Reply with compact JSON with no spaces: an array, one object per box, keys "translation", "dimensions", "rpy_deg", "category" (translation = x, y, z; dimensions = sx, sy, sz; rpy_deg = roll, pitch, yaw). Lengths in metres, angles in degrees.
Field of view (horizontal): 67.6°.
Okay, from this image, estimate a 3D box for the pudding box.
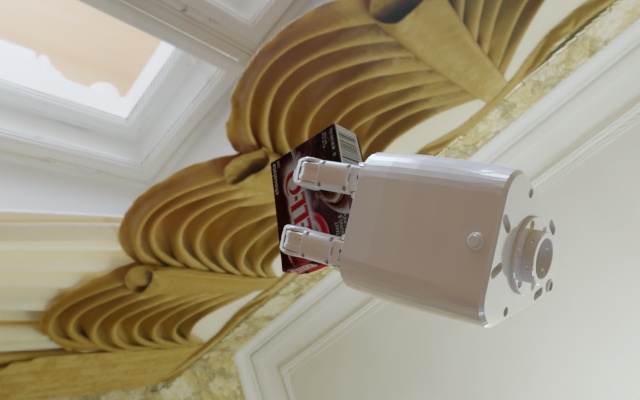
[{"translation":[0.000,0.001,0.430],"dimensions":[0.039,0.113,0.090],"rpy_deg":[16,-32,-43],"category":"pudding box"}]
